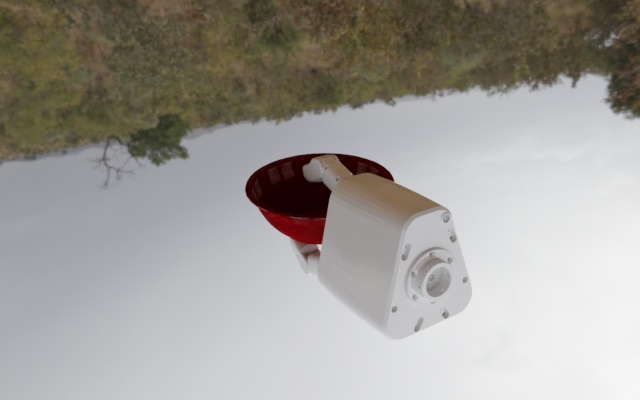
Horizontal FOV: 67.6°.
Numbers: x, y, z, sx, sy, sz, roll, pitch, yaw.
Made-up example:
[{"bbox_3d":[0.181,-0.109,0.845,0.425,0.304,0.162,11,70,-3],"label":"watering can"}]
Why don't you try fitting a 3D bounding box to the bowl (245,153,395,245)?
[{"bbox_3d":[0.000,0.002,0.531,0.162,0.055,0.162,-2,28,1],"label":"bowl"}]
